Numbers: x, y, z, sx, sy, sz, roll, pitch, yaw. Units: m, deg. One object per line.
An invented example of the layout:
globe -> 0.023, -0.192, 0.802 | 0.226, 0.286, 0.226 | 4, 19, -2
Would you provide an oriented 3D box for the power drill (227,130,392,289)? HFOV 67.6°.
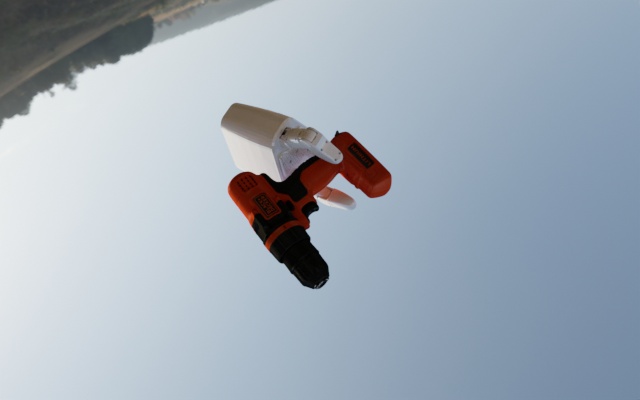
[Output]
power drill -> 0.000, 0.002, 0.618 | 0.187, 0.184, 0.057 | -32, -23, -23
